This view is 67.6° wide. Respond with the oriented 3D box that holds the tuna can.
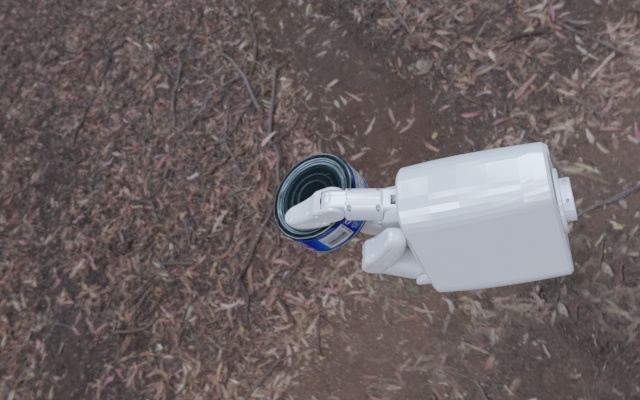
[{"bbox_3d":[0.000,0.001,0.431,0.086,0.086,0.034,0,-23,36],"label":"tuna can"}]
